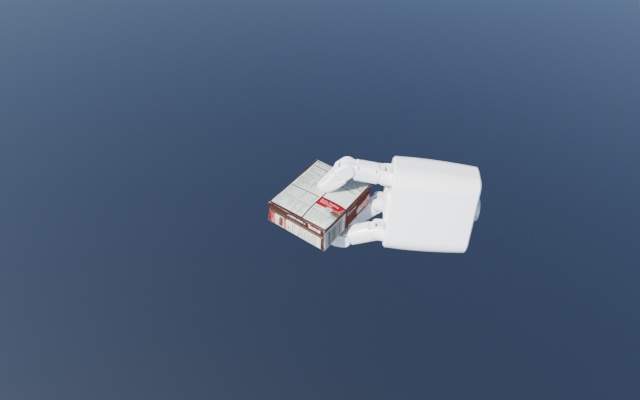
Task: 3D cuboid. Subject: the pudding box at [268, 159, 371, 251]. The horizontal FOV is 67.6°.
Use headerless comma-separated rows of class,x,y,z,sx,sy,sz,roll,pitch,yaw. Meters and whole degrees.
pudding box,0.000,0.002,0.626,0.090,0.039,0.113,27,47,23
